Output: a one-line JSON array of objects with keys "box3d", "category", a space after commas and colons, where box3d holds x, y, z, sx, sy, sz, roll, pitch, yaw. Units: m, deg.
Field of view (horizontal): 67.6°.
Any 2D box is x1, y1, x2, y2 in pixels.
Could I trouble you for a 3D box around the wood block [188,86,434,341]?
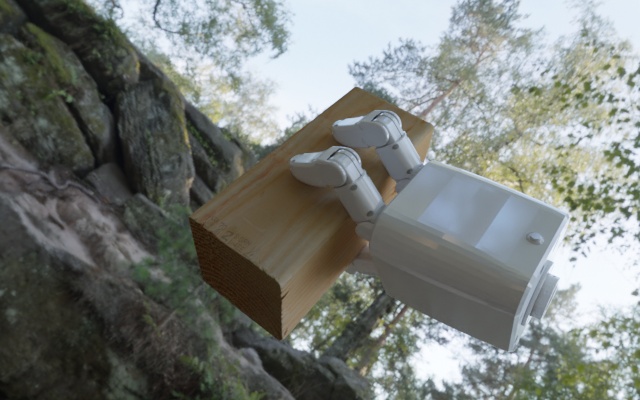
[{"box3d": [0.000, 0.002, 0.408, 0.090, 0.091, 0.206, 32, 54, 21], "category": "wood block"}]
